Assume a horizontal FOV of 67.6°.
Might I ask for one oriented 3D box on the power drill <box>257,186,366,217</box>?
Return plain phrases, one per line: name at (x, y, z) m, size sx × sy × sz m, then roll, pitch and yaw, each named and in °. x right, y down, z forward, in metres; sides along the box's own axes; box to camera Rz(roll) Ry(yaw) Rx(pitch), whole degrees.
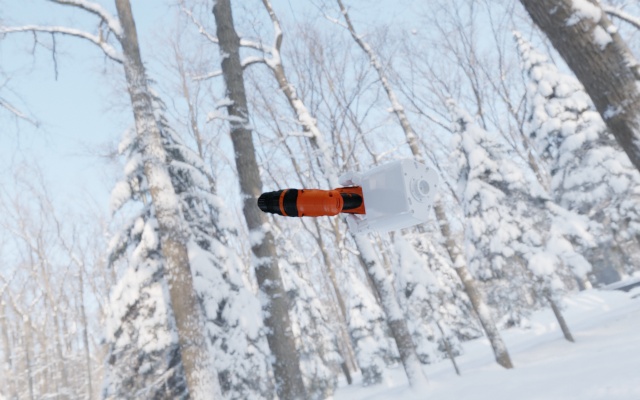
power drill at (0.001, 0.003, 0.898) m, size 0.184 × 0.057 × 0.187 m, roll 3°, pitch 5°, yaw 39°
